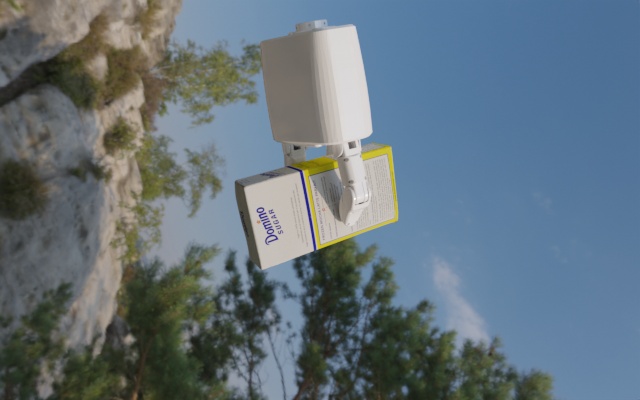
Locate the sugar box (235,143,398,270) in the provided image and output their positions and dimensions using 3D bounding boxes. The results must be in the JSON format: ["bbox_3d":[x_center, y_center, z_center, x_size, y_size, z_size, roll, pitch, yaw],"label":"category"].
[{"bbox_3d":[0.000,0.001,0.525,0.176,0.093,0.048,-16,18,-22],"label":"sugar box"}]
